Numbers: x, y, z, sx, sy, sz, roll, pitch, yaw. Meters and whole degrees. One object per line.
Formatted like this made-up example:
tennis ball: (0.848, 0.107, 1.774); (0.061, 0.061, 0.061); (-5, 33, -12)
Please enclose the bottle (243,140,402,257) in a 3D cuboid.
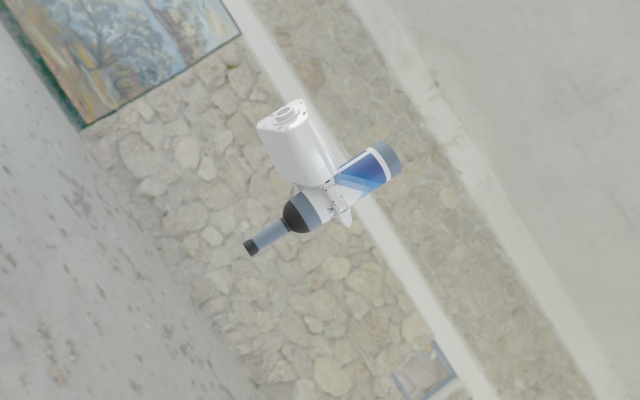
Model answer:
bottle: (0.000, 0.003, 0.810); (0.295, 0.069, 0.069); (-33, 5, -8)
